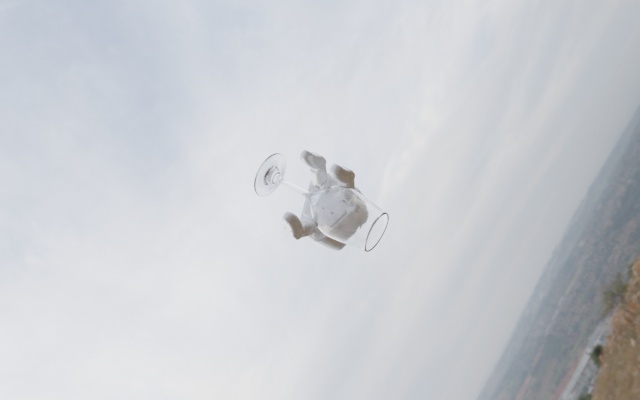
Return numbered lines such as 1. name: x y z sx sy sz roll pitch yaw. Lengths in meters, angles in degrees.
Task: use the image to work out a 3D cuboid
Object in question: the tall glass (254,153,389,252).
1. tall glass: -0.001 0.002 0.710 0.201 0.079 0.079 28 13 25
